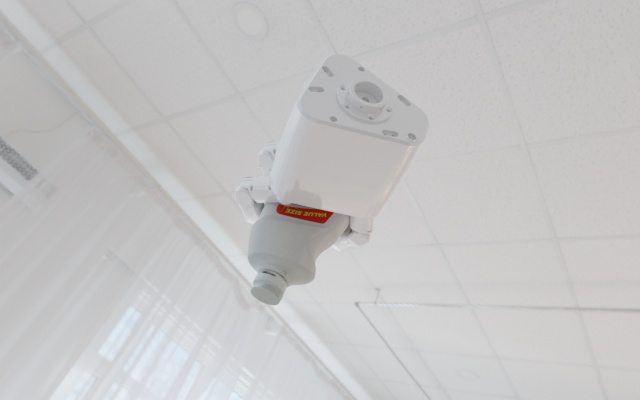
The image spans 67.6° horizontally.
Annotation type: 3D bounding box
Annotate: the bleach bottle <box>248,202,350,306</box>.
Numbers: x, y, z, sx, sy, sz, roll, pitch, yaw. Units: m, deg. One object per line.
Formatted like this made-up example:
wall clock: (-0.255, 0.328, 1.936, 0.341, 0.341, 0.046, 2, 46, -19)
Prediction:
bleach bottle: (0.000, 0.002, 0.508, 0.102, 0.250, 0.068, 25, -38, 0)
